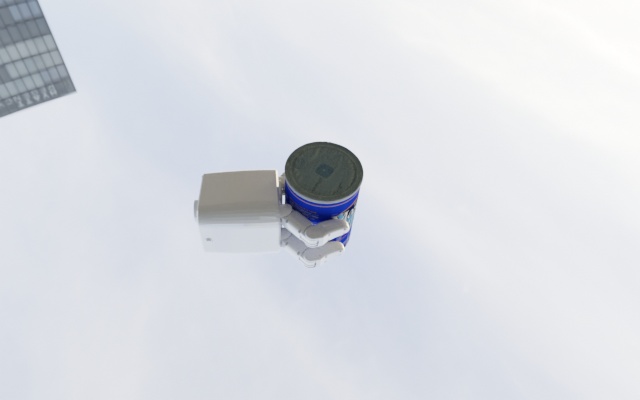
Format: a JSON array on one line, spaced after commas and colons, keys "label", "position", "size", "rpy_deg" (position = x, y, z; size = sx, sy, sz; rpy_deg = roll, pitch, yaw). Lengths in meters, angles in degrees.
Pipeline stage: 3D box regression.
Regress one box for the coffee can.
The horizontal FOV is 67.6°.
[{"label": "coffee can", "position": [0.000, 0.002, 0.670], "size": [0.103, 0.102, 0.140], "rpy_deg": [0, -37, -5]}]
